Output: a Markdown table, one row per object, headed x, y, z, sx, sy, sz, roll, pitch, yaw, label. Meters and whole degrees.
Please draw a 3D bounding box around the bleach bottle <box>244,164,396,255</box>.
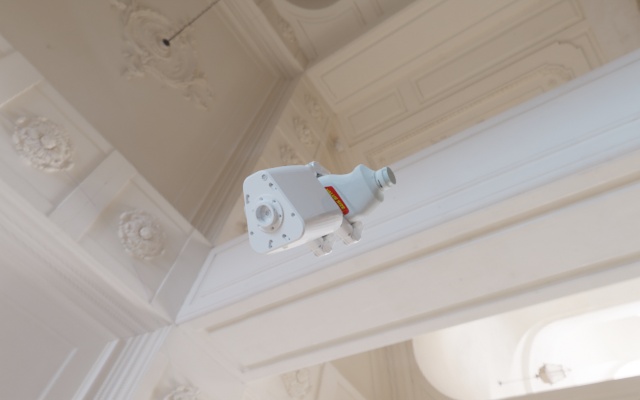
| x | y | z | sx | sy | sz | roll | pitch | yaw | label |
| --- | --- | --- | --- | --- | --- | --- | --- | --- | --- |
| 0.000 | 0.003 | 0.756 | 0.251 | 0.102 | 0.068 | -25 | -7 | 28 | bleach bottle |
